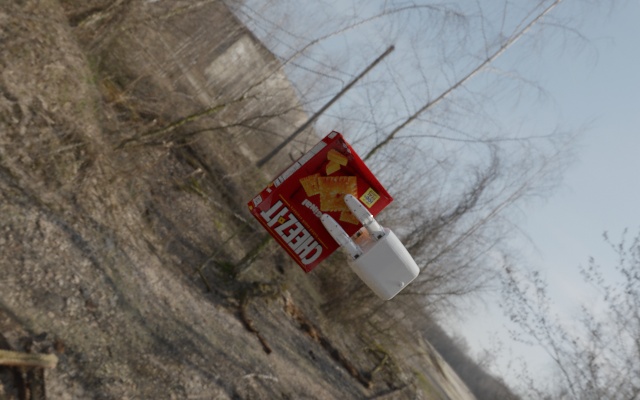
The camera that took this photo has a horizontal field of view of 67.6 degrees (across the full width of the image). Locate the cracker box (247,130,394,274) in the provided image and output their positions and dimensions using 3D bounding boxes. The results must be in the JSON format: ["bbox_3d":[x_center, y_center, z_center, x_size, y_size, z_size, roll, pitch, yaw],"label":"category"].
[{"bbox_3d":[0.000,0.003,0.878,0.213,0.164,0.072,-41,17,0],"label":"cracker box"}]
